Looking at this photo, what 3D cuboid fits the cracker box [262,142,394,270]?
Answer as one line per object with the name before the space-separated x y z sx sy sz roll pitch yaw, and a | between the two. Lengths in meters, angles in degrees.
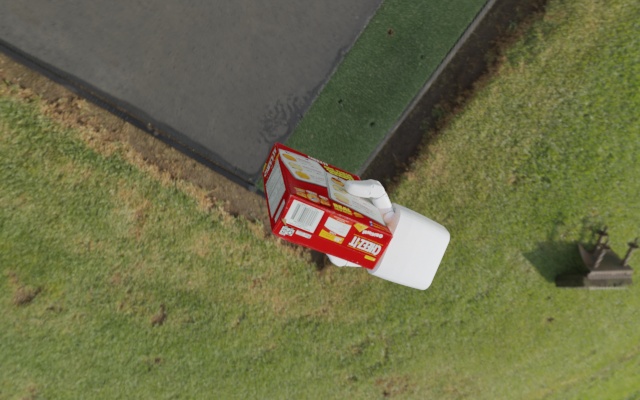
cracker box | 0.000 0.002 0.736 0.164 0.072 0.213 22 19 -20
